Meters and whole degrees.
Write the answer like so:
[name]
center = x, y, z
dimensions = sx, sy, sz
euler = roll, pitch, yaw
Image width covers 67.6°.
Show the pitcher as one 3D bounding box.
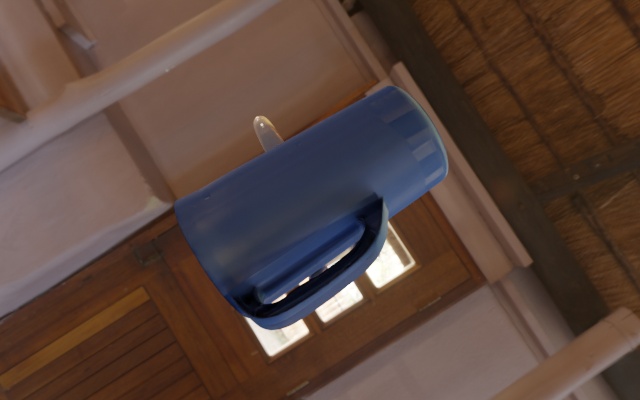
[pitcher]
center = 0.000, 0.001, 0.455
dimensions = 0.243, 0.149, 0.145
euler = -32, -2, -2
